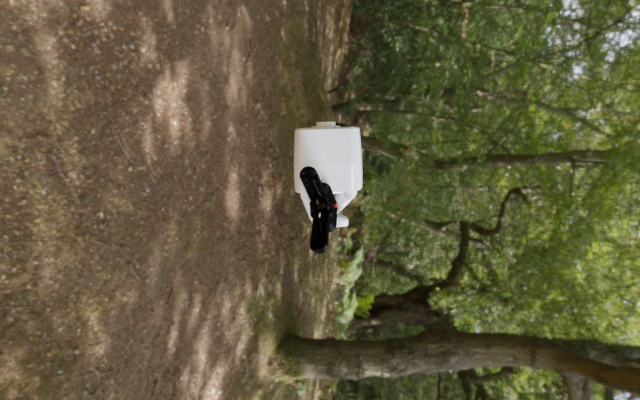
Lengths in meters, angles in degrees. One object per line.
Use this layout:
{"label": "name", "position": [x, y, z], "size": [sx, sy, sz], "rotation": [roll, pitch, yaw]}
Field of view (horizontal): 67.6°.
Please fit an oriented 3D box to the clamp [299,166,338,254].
{"label": "clamp", "position": [0.001, 0.002, 0.720], "size": [0.039, 0.120, 0.171], "rotation": [-3, 9, 7]}
